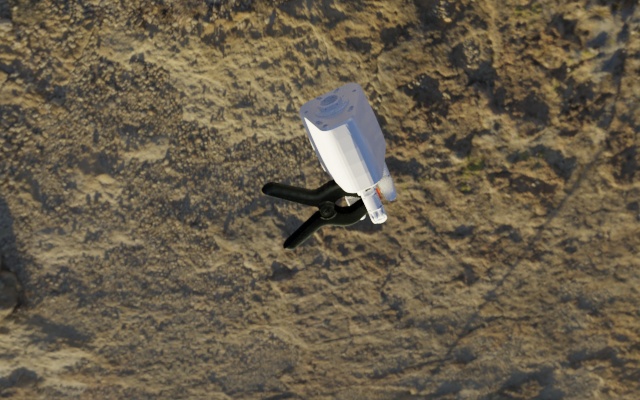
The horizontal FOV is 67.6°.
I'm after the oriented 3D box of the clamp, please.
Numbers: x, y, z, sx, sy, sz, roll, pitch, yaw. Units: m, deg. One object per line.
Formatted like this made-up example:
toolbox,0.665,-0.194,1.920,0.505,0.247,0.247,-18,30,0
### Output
clamp,0.000,0.003,0.707,0.171,0.120,0.039,-23,36,8
